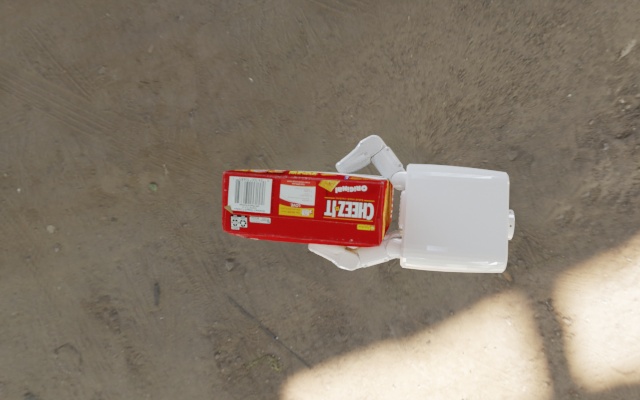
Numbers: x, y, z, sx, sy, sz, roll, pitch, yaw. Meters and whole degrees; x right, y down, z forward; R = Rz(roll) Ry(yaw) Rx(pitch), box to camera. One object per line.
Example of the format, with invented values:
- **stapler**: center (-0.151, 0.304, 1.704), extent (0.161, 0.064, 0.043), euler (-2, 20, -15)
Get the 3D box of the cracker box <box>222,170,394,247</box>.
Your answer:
- **cracker box**: center (0.000, 0.002, 0.565), extent (0.164, 0.072, 0.213), euler (4, 4, 11)
